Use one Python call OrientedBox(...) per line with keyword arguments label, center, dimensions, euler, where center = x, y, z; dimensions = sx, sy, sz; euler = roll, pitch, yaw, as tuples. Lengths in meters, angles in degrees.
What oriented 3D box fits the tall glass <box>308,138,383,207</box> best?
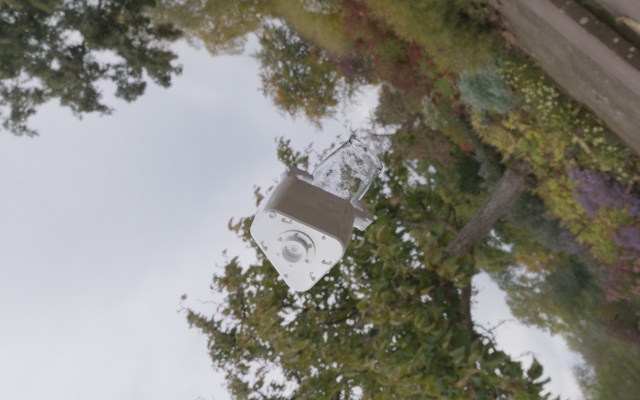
OrientedBox(label="tall glass", center=(0.000, 0.003, 0.691), dimensions=(0.201, 0.079, 0.079), euler=(-47, -22, 23))
